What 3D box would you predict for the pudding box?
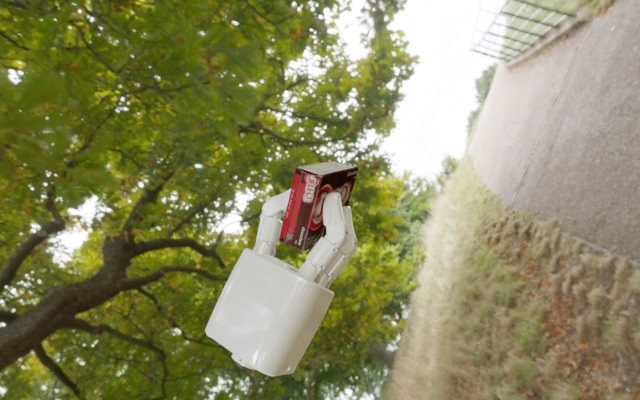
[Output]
[{"bbox_3d":[0.000,0.002,0.568,0.039,0.090,0.113,21,17,19],"label":"pudding box"}]
